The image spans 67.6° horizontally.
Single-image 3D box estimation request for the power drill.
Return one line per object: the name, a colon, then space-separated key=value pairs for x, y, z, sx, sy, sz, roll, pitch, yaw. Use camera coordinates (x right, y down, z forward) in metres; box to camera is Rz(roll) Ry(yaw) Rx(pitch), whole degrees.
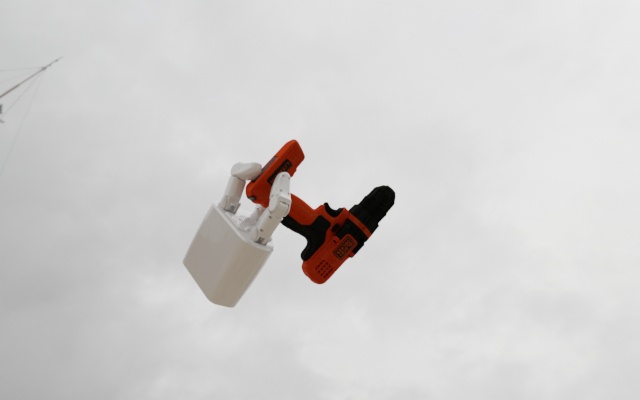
power drill: x=0.000 y=0.002 z=0.695 sx=0.188 sy=0.184 sz=0.057 roll=45 pitch=-10 yaw=-14
